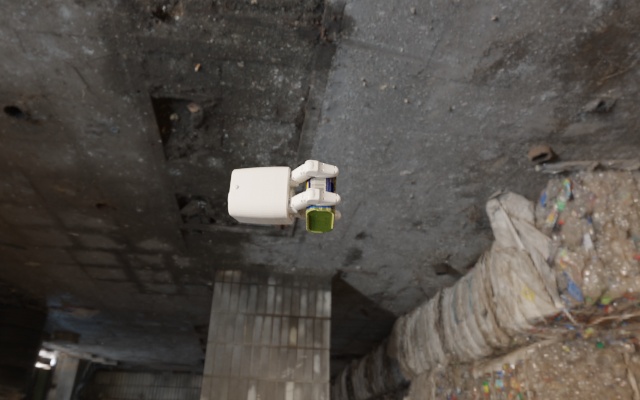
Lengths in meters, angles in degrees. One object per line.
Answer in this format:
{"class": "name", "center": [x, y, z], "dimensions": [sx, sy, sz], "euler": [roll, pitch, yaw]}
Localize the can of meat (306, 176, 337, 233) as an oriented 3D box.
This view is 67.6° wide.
{"class": "can of meat", "center": [0.000, 0.003, 0.881], "dimensions": [0.057, 0.084, 0.102], "euler": [1, -28, 0]}
